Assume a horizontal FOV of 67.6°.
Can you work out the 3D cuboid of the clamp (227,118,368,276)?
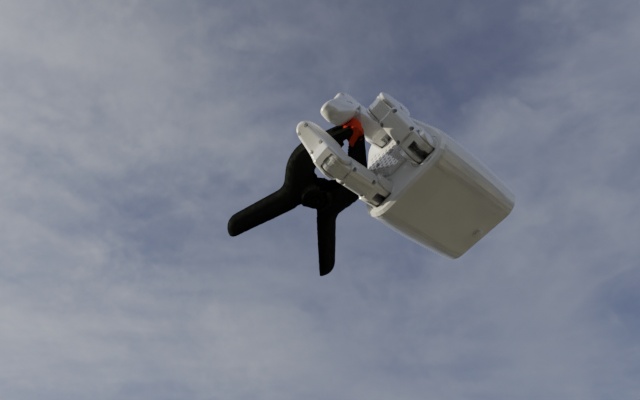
[{"bbox_3d":[0.000,0.001,0.474,0.120,0.171,0.039,32,26,-24],"label":"clamp"}]
